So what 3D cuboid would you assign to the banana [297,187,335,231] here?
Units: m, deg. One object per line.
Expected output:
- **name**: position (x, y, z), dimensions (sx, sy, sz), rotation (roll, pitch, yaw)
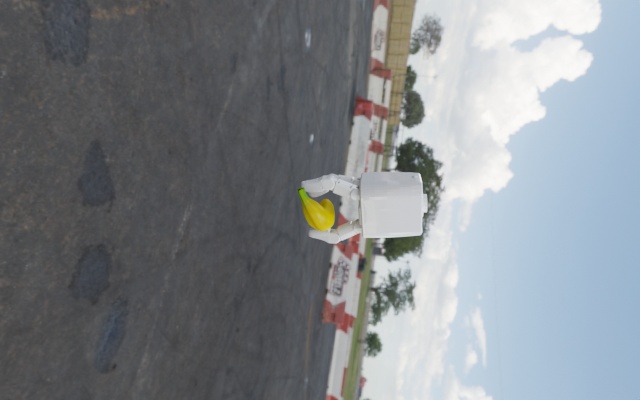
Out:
- **banana**: position (0.002, 0.021, 0.847), dimensions (0.037, 0.069, 0.198), rotation (-9, -8, 10)
